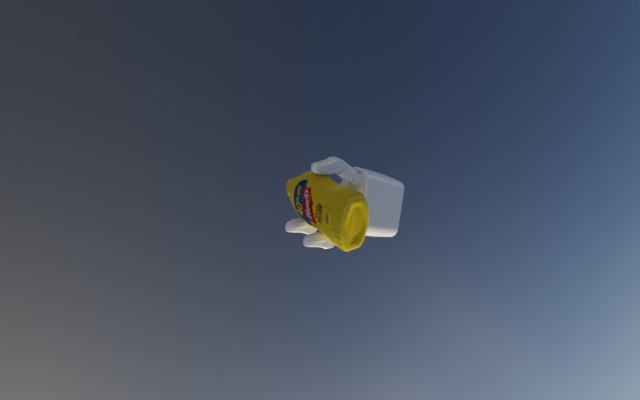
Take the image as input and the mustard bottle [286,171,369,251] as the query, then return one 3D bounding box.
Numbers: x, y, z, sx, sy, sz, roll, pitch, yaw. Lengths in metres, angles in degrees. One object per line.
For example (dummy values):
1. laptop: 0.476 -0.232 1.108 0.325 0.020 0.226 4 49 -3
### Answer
1. mustard bottle: 0.000 0.003 0.797 0.058 0.096 0.191 -17 30 -31
